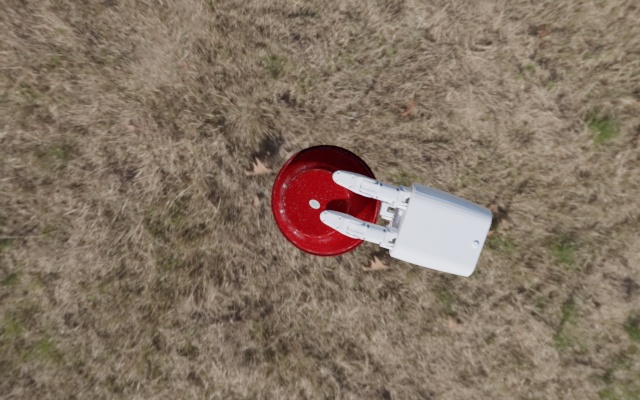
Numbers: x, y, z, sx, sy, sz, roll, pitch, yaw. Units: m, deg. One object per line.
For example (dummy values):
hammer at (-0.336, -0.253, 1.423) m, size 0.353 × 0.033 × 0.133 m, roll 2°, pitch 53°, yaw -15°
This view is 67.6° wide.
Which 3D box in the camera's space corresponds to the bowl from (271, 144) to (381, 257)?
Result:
bowl at (-0.001, 0.002, 0.660) m, size 0.162 × 0.162 × 0.055 m, roll 0°, pitch 3°, yaw 13°
